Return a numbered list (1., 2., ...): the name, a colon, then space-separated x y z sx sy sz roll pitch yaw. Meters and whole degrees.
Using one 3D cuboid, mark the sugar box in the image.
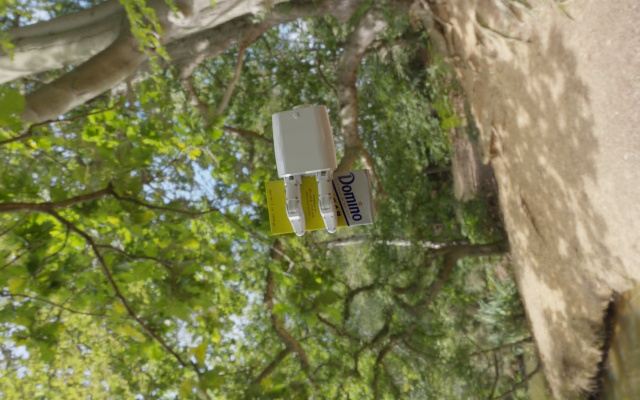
1. sugar box: 0.000 0.003 0.812 0.176 0.093 0.048 -8 2 14
